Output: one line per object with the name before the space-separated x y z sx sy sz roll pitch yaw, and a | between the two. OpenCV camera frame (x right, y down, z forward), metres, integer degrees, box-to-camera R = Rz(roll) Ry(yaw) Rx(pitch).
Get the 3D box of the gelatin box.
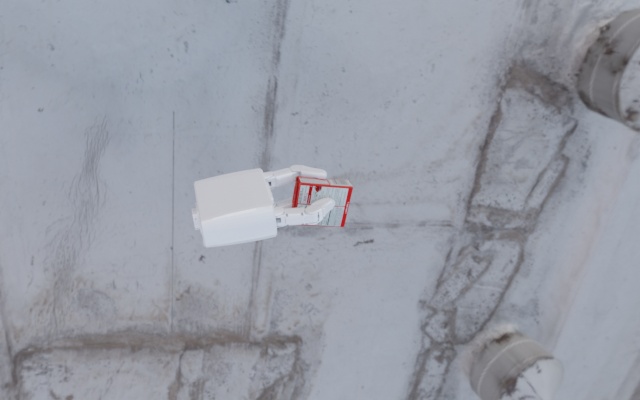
gelatin box | 0.001 0.003 0.749 0.089 0.073 0.030 4 26 -15
